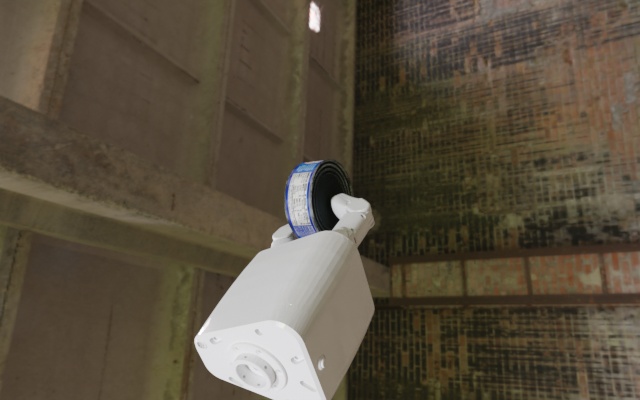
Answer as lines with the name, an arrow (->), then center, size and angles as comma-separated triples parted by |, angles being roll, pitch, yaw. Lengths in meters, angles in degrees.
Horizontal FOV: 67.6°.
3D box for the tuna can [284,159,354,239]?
tuna can -> 0.000, 0.002, 0.490 | 0.034, 0.086, 0.086 | -4, -2, 32
